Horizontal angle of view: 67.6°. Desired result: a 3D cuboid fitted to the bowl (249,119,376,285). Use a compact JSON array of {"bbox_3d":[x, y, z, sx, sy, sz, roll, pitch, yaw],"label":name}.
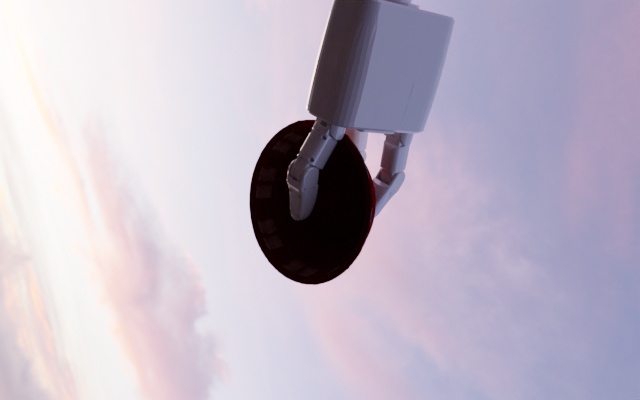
[{"bbox_3d":[0.000,0.003,0.486,0.162,0.162,0.055,0,0,40],"label":"bowl"}]
